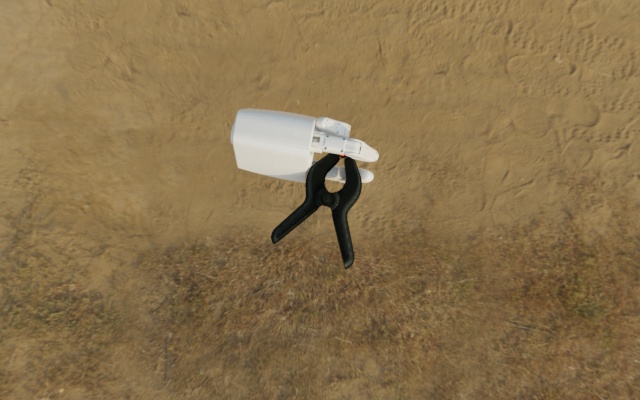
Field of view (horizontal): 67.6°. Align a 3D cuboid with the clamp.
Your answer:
[{"bbox_3d":[0.000,0.002,0.668,0.120,0.171,0.039,10,-5,-1],"label":"clamp"}]
